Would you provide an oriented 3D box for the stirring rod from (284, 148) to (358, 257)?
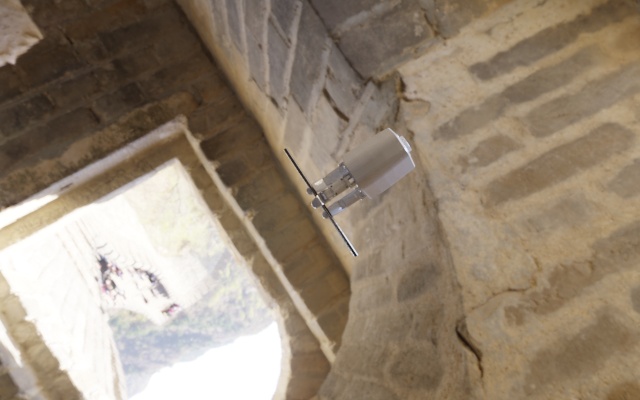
[{"bbox_3d":[0.000,0.003,0.891,0.011,0.239,0.011,-33,-3,-2],"label":"stirring rod"}]
